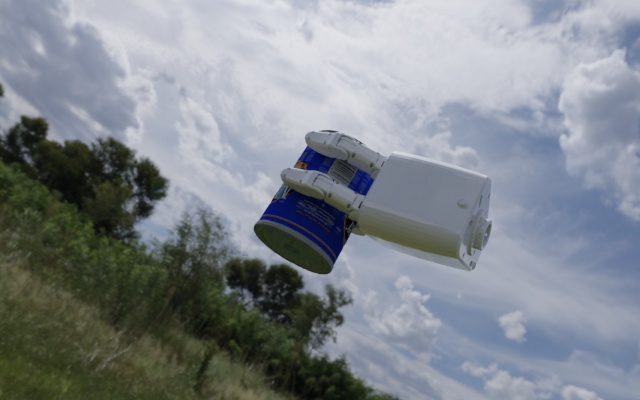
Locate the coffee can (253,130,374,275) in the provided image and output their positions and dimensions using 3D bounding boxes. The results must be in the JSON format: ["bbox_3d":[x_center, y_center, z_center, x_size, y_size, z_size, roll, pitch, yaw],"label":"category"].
[{"bbox_3d":[0.000,0.002,0.570,0.103,0.140,0.103,26,-23,12],"label":"coffee can"}]
